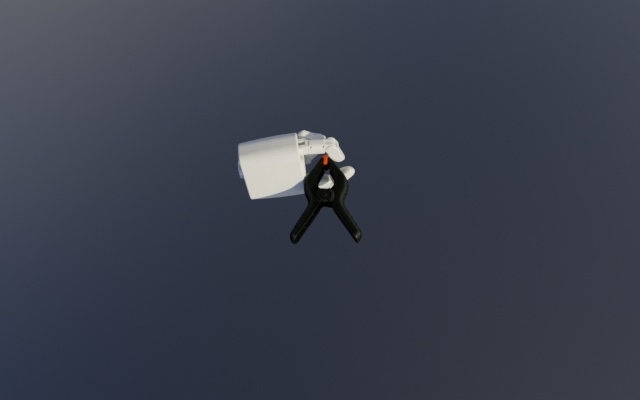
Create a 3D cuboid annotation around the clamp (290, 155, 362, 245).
[{"bbox_3d":[0.000,0.002,0.832,0.120,0.171,0.039,-7,-29,-4],"label":"clamp"}]
